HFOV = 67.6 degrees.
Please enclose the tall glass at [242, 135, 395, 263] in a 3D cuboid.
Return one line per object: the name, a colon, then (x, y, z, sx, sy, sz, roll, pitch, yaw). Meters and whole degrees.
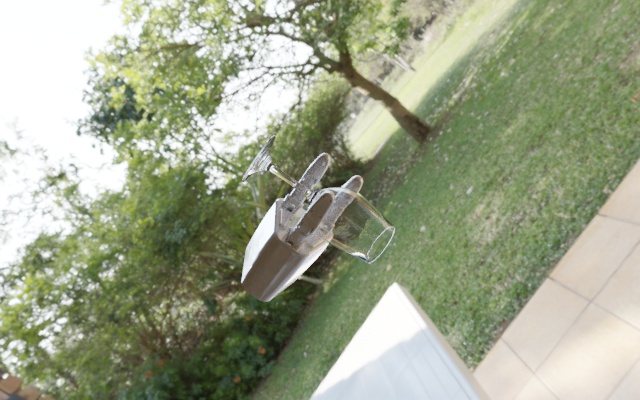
tall glass: (0.000, 0.002, 0.632, 0.201, 0.079, 0.079, 35, -3, -4)
